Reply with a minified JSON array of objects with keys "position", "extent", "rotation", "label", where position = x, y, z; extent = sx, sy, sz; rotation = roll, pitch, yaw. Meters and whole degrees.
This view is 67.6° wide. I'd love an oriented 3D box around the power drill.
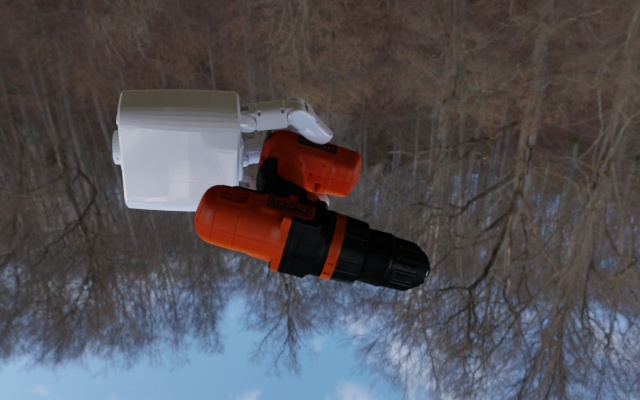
[{"position":[0.000,0.001,0.429],"extent":[0.184,0.057,0.187],"rotation":[17,24,-4],"label":"power drill"}]
